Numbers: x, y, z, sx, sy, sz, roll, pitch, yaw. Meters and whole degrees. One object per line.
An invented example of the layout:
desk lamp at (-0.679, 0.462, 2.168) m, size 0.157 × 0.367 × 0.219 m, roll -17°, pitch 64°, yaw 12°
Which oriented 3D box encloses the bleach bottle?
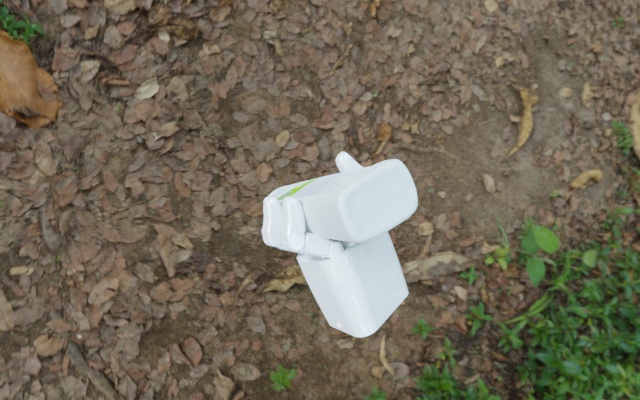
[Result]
bleach bottle at (0.000, 0.002, 0.595) m, size 0.102 × 0.068 × 0.251 m, roll -29°, pitch 13°, yaw -26°
